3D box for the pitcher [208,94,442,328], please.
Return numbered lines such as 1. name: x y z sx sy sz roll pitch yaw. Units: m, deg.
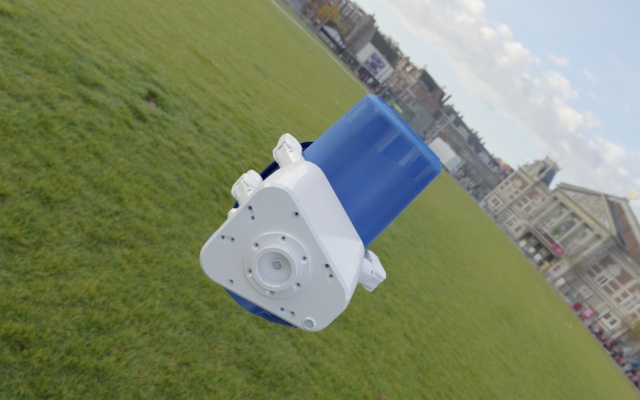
1. pitcher: 0.000 0.002 0.513 0.243 0.149 0.145 -44 2 14
